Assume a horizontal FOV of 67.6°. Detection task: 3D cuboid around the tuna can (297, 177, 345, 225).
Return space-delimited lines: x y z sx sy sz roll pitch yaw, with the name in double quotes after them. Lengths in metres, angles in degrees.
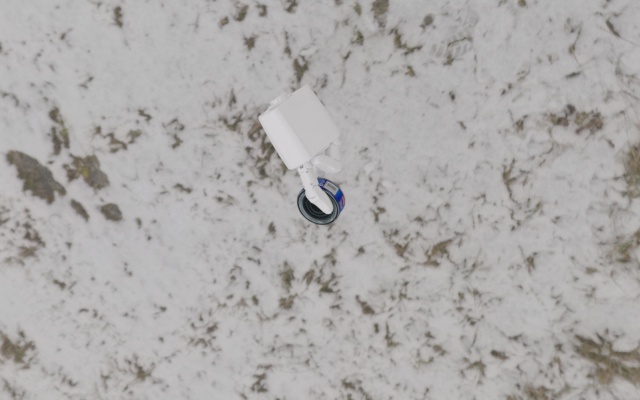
0.000 0.003 0.875 0.086 0.086 0.033 0 33 24 "tuna can"
